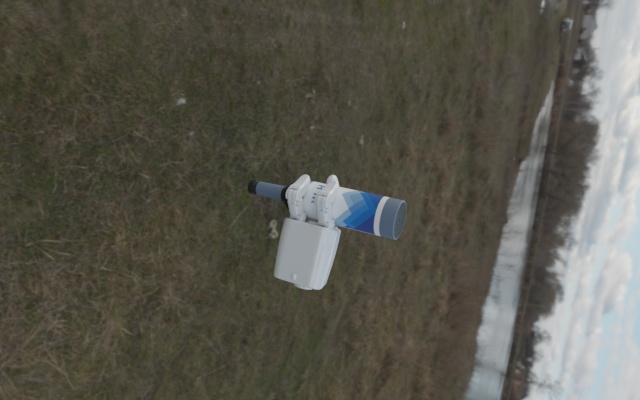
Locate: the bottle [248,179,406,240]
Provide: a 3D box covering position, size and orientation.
[{"bbox_3d":[0.000,0.003,0.846,0.295,0.069,0.069,13,5,24],"label":"bottle"}]
